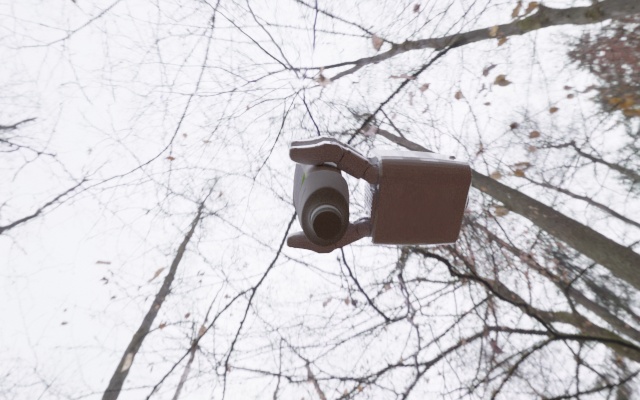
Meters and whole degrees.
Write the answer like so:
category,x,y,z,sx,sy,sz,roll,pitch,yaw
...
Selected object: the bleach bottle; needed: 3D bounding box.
category,x,y,z,sx,sy,sz,roll,pitch,yaw
bleach bottle,0.000,0.002,0.572,0.068,0.102,0.250,2,14,-3
